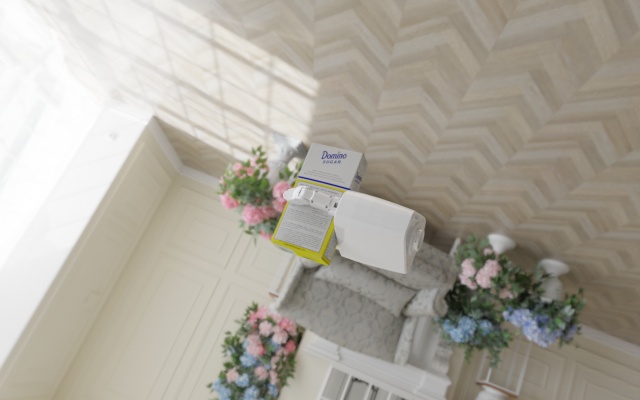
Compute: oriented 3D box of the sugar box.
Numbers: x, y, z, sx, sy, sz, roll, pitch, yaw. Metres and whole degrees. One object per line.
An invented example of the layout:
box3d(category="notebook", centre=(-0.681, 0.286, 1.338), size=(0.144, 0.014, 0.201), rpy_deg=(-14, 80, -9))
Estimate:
box3d(category="sugar box", centre=(0.000, 0.003, 0.738), size=(0.093, 0.176, 0.048), rpy_deg=(16, -19, 24))
